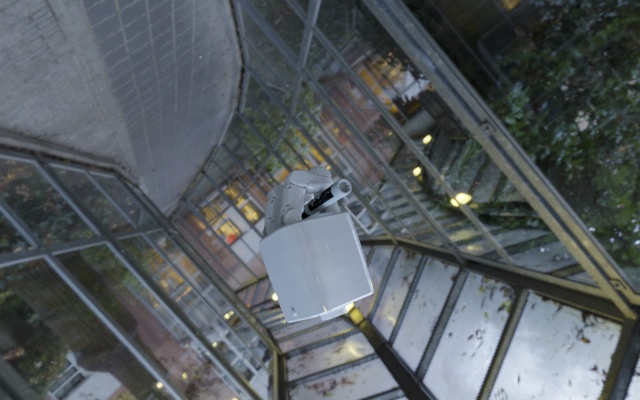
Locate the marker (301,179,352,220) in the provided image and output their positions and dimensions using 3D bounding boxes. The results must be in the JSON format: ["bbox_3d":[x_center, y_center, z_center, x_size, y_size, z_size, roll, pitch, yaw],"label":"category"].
[{"bbox_3d":[0.000,0.002,0.576,0.020,0.020,0.121,0,-17,-27],"label":"marker"}]
